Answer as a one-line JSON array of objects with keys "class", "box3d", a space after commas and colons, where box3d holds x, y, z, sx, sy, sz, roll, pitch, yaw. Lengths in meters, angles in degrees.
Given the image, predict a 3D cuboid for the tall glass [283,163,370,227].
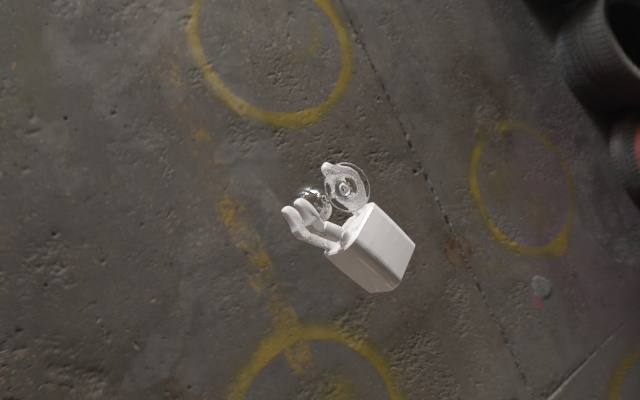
[{"class": "tall glass", "box3d": [0.000, 0.002, 0.779, 0.079, 0.079, 0.201, 0, -12, -24]}]
